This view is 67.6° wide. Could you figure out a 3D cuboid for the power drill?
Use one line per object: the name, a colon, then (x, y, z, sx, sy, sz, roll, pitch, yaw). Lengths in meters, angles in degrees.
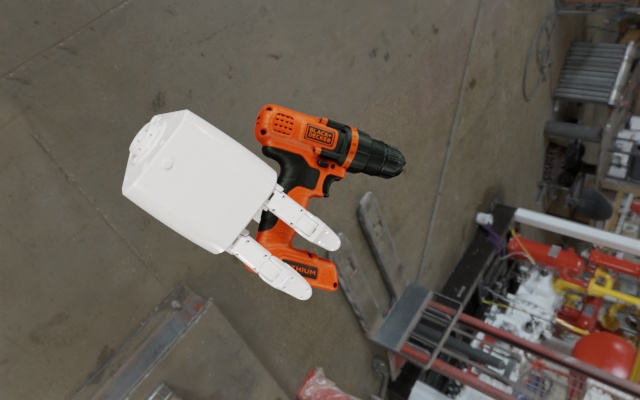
power drill: (0.000, 0.002, 0.538, 0.184, 0.187, 0.057, 15, -9, -18)
